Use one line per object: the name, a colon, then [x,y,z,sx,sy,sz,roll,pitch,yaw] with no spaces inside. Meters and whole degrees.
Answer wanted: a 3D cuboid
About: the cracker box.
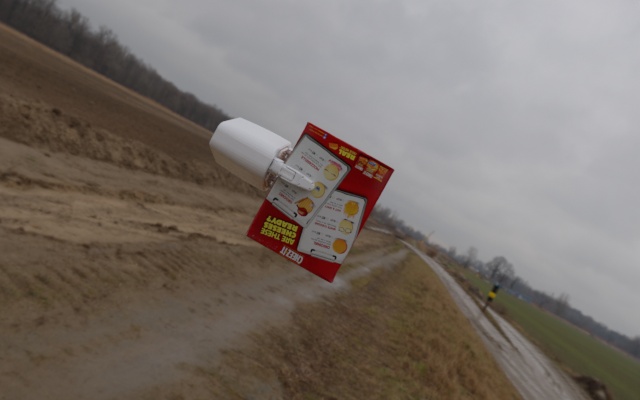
cracker box: [0.000,0.002,0.803,0.164,0.213,0.072,29,2,3]
